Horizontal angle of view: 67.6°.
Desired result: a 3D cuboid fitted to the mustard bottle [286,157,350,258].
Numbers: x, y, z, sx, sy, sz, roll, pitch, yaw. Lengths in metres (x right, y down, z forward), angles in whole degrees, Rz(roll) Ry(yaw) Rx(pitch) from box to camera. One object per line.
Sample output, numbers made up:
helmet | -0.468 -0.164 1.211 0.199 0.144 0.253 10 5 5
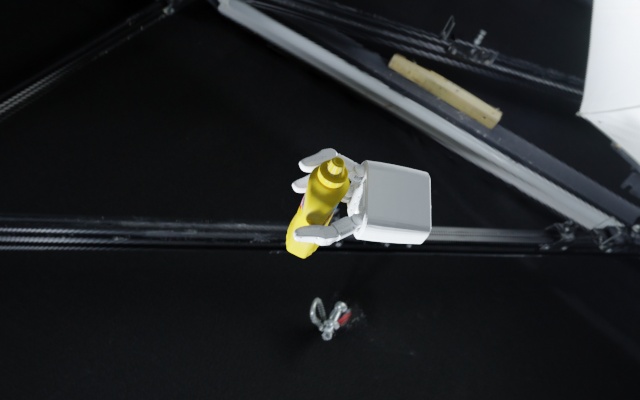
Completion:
mustard bottle | 0.000 0.002 0.704 0.058 0.096 0.192 27 -37 1
